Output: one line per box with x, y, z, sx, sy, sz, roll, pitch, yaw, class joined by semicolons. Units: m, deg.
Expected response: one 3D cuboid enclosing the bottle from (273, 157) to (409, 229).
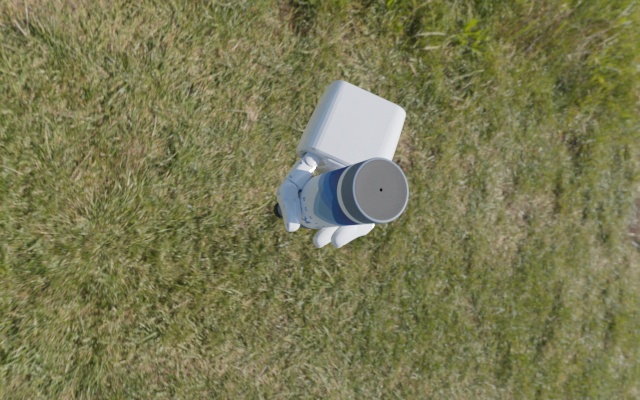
0.000;0.002;0.610;0.069;0.069;0.296;0;-5;-25;bottle
